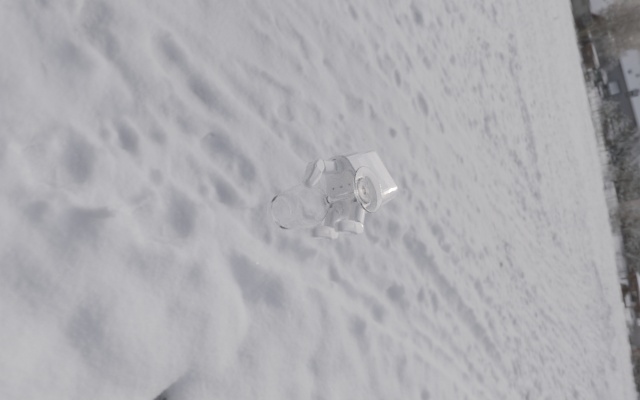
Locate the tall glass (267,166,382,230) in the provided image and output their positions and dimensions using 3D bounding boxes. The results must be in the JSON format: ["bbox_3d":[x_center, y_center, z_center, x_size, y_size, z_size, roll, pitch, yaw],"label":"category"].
[{"bbox_3d":[0.001,0.002,0.802,0.201,0.079,0.079,-15,-9,39],"label":"tall glass"}]
